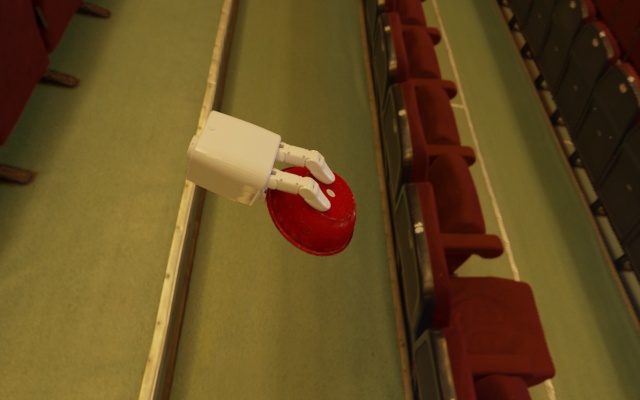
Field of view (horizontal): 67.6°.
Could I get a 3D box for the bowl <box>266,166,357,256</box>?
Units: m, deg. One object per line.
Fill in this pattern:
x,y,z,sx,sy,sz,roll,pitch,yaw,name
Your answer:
0.001,0.003,0.738,0.162,0.162,0.055,0,-29,-38,bowl
